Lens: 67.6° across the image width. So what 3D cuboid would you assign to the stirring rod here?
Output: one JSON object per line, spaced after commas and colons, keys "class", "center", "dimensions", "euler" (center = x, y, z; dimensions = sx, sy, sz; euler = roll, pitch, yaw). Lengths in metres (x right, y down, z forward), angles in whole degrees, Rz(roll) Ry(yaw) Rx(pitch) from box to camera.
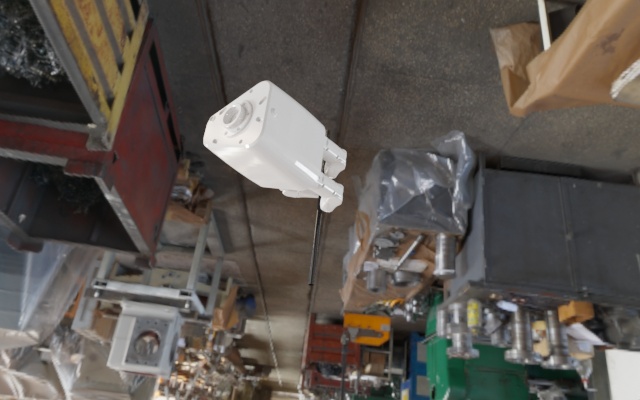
{"class": "stirring rod", "center": [0.000, 0.002, 0.673], "dimensions": [0.011, 0.239, 0.011], "euler": [5, -26, 3]}
